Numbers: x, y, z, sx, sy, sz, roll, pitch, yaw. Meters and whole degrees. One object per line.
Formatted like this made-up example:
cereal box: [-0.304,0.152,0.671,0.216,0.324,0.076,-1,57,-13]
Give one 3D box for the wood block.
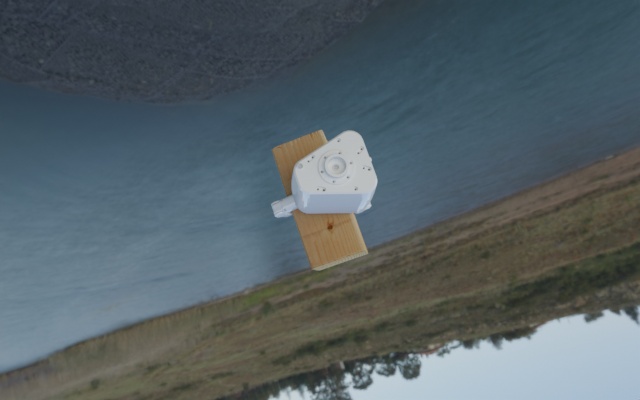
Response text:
wood block: [0.000,0.003,0.790,0.091,0.206,0.090,-20,-12,5]
